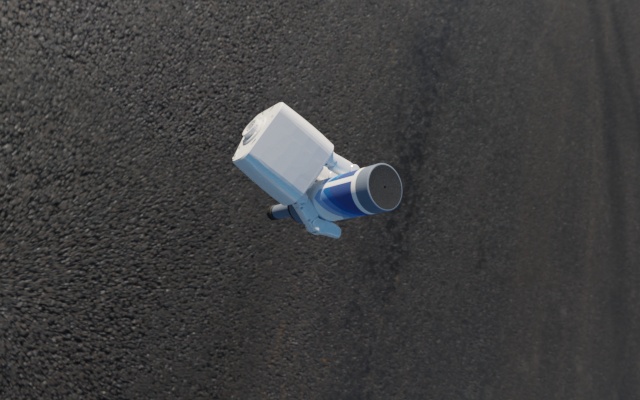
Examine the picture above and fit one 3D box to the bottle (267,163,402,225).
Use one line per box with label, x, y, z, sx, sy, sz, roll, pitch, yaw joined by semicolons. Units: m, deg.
bottle;0.000;0.003;0.761;0.069;0.069;0.296;0;-8;-37
